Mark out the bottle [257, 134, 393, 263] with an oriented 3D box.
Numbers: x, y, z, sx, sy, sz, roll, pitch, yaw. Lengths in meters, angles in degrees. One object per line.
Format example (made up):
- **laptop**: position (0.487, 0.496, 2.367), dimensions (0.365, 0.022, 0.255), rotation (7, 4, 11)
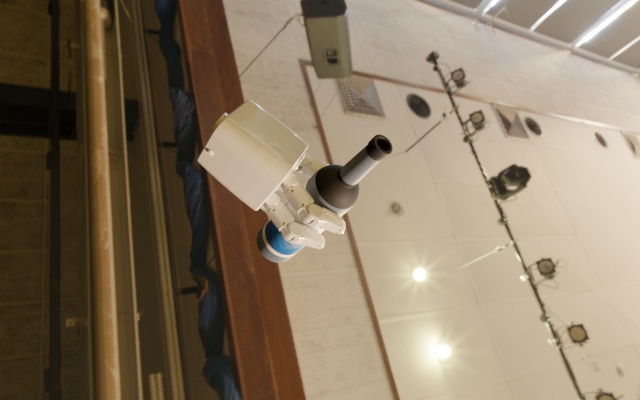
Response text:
- **bottle**: position (0.000, 0.002, 0.658), dimensions (0.069, 0.069, 0.296), rotation (0, -27, -33)
